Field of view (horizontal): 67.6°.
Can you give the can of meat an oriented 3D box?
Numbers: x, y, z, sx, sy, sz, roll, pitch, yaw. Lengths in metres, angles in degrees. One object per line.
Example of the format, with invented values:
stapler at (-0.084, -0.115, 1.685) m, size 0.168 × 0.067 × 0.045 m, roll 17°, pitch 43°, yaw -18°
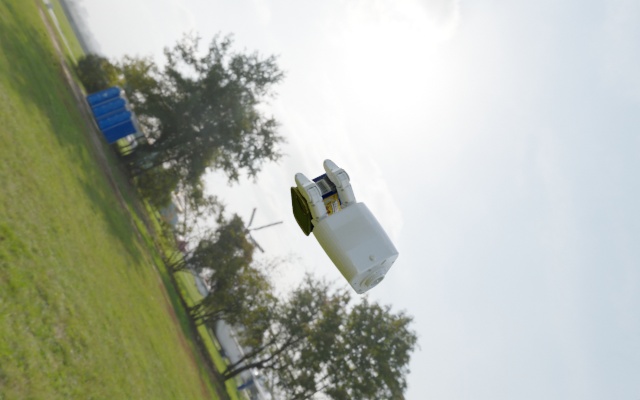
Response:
can of meat at (0.000, 0.003, 0.807) m, size 0.084 × 0.057 × 0.102 m, roll -26°, pitch -31°, yaw -17°
